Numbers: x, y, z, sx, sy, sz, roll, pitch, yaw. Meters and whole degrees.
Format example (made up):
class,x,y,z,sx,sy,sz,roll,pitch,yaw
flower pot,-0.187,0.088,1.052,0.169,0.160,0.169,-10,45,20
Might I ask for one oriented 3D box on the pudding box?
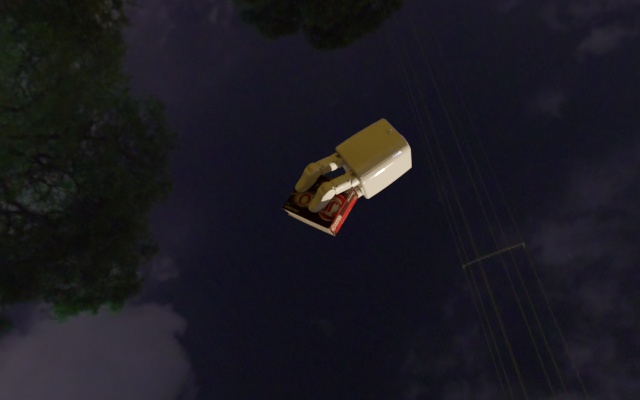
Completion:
class,x,y,z,sx,sy,sz,roll,pitch,yaw
pudding box,0.000,0.003,0.872,0.113,0.090,0.039,21,-19,34
